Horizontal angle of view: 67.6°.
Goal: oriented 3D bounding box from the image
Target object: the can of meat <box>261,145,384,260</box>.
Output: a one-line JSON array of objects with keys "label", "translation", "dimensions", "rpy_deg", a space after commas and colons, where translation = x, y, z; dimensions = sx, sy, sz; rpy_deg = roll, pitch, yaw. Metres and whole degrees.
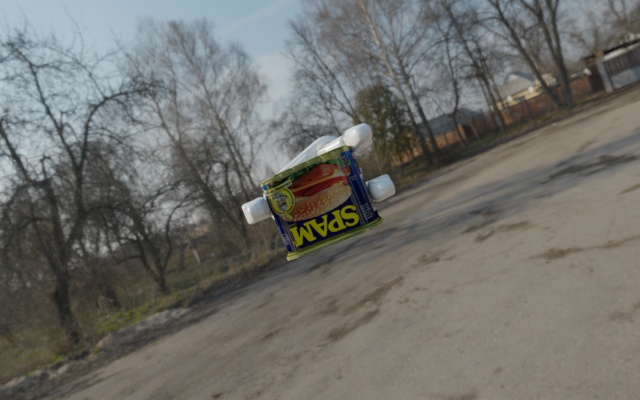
[{"label": "can of meat", "translation": [0.000, 0.001, 0.478], "dimensions": [0.102, 0.084, 0.057], "rpy_deg": [-22, 0, 13]}]
